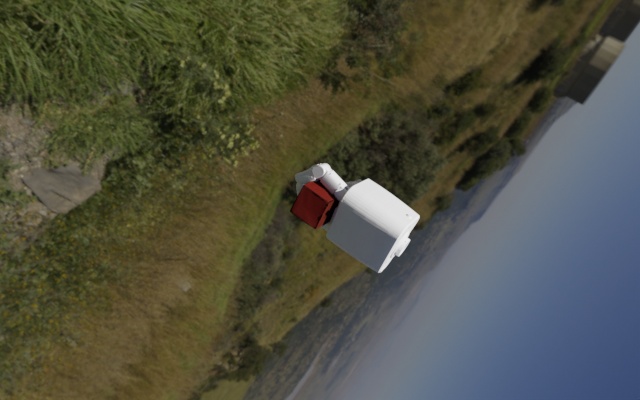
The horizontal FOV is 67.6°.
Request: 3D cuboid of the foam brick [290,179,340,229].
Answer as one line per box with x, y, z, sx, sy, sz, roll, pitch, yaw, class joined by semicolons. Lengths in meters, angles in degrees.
0.000;0.003;0.753;0.051;0.053;0.078;36;27;16;foam brick
